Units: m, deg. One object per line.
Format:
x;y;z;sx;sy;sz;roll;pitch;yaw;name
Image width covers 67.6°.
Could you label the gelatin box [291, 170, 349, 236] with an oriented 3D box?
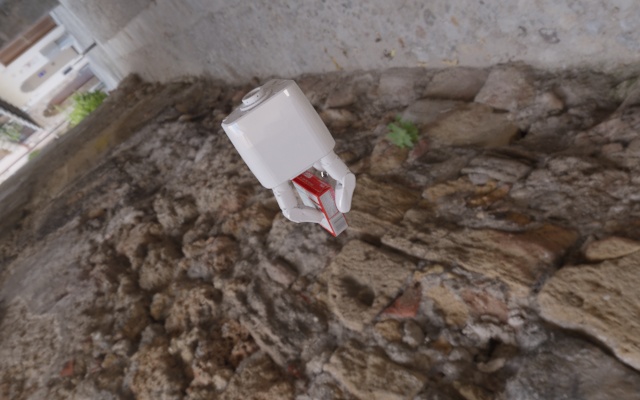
0.000;0.003;0.724;0.030;0.089;0.073;-37;40;-15;gelatin box
